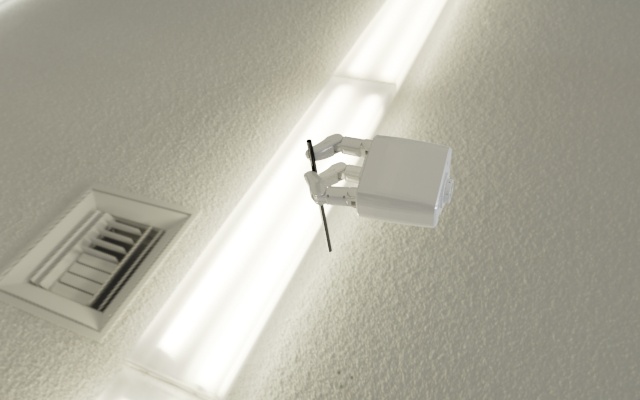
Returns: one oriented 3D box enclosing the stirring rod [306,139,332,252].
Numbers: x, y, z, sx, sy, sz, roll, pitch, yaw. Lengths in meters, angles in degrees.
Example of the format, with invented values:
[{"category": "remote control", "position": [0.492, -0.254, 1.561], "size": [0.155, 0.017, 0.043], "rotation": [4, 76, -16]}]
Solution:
[{"category": "stirring rod", "position": [0.000, 0.002, 0.731], "size": [0.011, 0.011, 0.240], "rotation": [0, -44, 10]}]
